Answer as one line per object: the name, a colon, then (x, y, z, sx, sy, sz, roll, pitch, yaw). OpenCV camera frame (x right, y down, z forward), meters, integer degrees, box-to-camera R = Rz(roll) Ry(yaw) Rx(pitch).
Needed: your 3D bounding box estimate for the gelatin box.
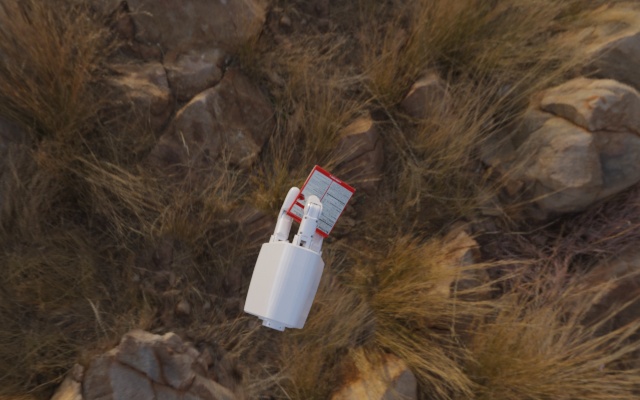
gelatin box: (0.000, 0.002, 0.738, 0.073, 0.089, 0.030, 32, -11, -4)
